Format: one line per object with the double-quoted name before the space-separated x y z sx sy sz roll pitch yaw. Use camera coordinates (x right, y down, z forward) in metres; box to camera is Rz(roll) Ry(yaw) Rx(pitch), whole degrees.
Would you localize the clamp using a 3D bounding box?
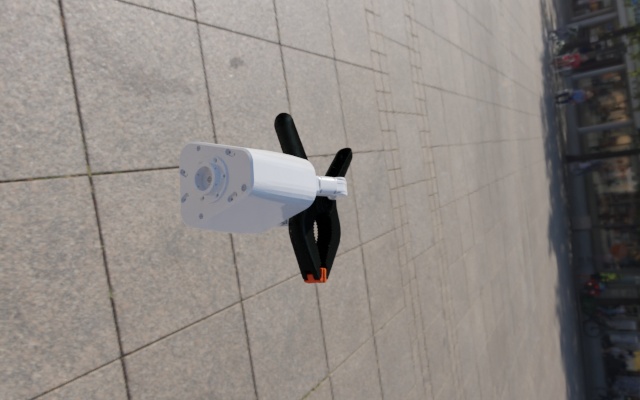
"clamp" 0.001 0.002 0.632 0.036 0.210 0.164 -8 -9 34
